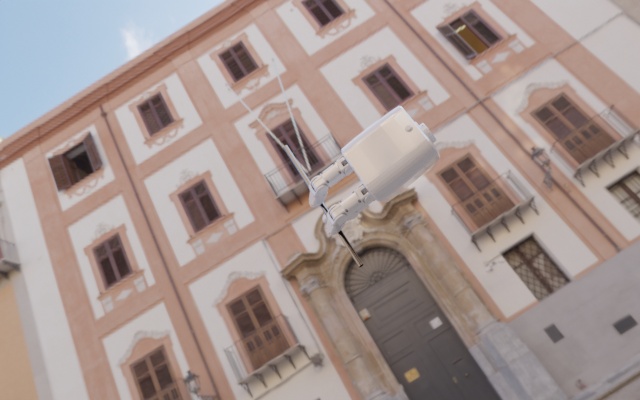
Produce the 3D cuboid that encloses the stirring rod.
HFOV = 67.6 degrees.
[{"bbox_3d":[0.000,0.002,0.735,0.011,0.239,0.011,-25,-27,-14],"label":"stirring rod"}]
